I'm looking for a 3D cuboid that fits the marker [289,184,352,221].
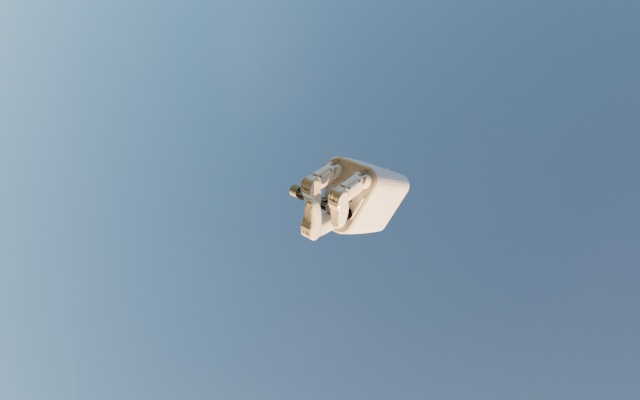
[{"bbox_3d":[0.000,0.002,0.723,0.121,0.020,0.020,24,16,38],"label":"marker"}]
